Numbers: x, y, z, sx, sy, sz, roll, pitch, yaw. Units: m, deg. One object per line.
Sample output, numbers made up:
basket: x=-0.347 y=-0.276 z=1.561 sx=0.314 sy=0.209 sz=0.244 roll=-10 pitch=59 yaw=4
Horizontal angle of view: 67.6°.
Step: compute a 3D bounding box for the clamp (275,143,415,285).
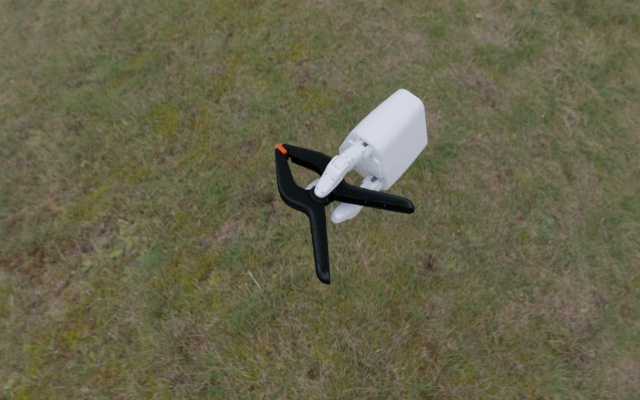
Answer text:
clamp: x=0.000 y=0.001 z=0.660 sx=0.210 sy=0.164 sz=0.036 roll=39 pitch=-18 yaw=18
